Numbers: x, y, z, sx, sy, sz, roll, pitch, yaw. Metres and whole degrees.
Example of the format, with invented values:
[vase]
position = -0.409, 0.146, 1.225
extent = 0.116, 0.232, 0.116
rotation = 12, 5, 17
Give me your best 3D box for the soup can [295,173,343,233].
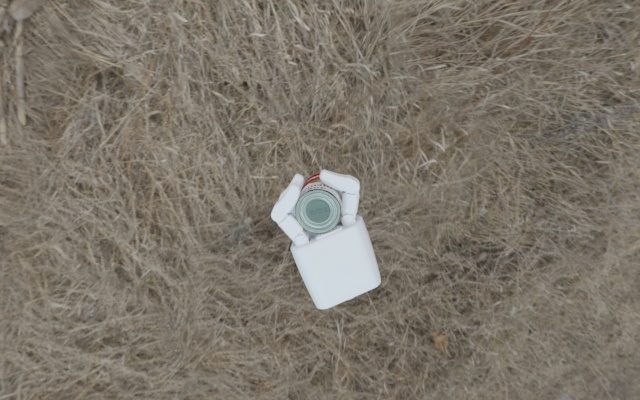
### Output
[soup can]
position = 0.000, 0.002, 0.721
extent = 0.068, 0.068, 0.102
rotation = 0, 16, 5
